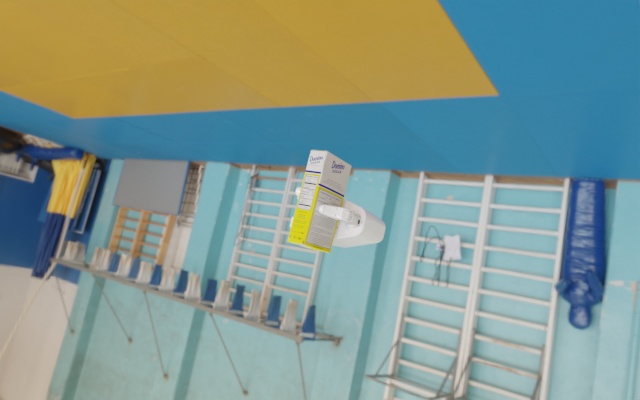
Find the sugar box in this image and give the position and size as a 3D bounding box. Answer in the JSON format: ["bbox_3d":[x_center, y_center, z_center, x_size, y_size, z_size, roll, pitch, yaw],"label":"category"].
[{"bbox_3d":[0.000,0.003,0.893,0.048,0.176,0.093,6,-11,35],"label":"sugar box"}]
